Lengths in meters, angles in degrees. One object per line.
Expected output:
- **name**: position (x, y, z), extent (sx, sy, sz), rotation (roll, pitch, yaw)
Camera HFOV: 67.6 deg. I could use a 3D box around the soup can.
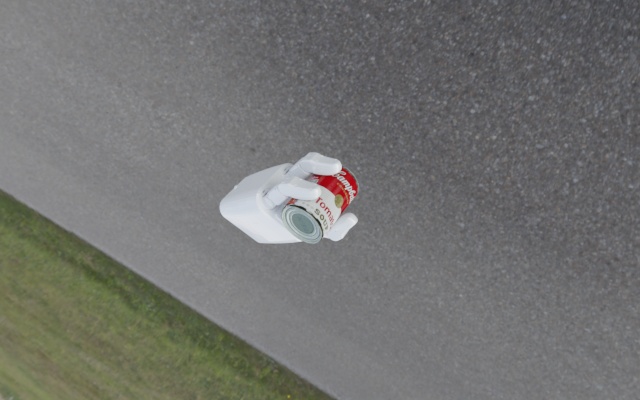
- **soup can**: position (0.000, 0.002, 0.664), extent (0.068, 0.068, 0.102), rotation (0, 37, 41)
